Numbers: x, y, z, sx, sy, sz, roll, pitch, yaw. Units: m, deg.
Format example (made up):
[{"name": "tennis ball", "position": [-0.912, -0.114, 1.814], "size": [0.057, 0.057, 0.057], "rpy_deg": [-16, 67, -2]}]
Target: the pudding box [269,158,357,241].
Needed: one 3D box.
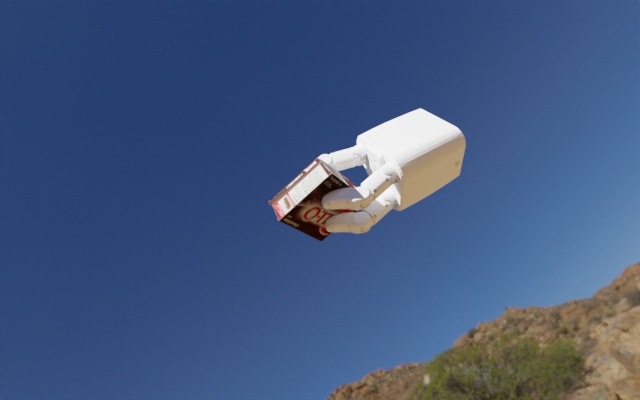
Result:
[{"name": "pudding box", "position": [0.000, 0.002, 0.630], "size": [0.090, 0.039, 0.113], "rpy_deg": [-42, -35, 11]}]
